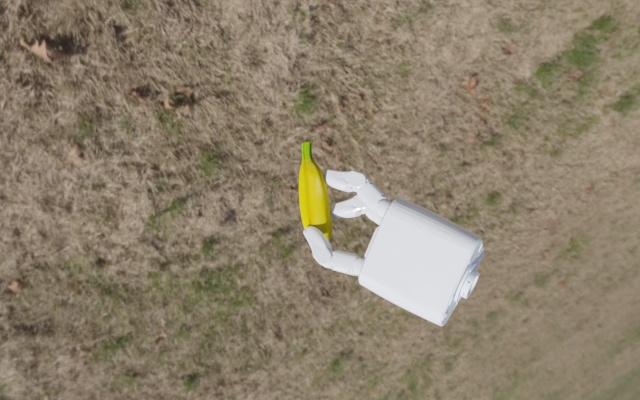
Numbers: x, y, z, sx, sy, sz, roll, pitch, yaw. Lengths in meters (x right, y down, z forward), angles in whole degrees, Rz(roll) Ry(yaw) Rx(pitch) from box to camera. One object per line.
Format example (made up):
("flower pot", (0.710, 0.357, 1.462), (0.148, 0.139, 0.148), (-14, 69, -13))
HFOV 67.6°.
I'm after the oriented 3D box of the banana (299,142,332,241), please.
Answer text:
("banana", (-0.003, 0.014, 0.644), (0.037, 0.069, 0.198), (5, -39, 9))
